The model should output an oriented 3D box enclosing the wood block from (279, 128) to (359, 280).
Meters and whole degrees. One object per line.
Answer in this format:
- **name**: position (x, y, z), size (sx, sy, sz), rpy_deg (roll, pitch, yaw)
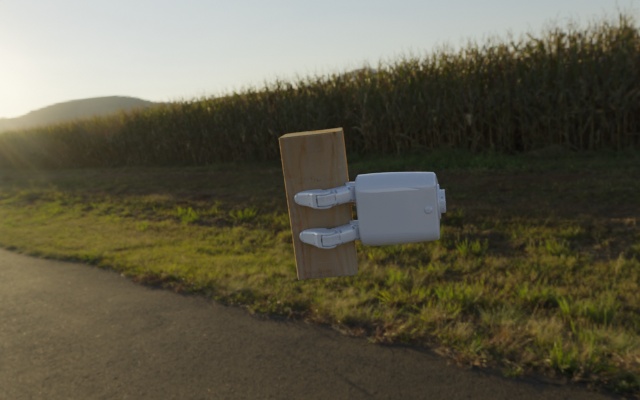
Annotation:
- **wood block**: position (0.001, 0.002, 0.707), size (0.090, 0.206, 0.091), rpy_deg (-6, 11, 4)
